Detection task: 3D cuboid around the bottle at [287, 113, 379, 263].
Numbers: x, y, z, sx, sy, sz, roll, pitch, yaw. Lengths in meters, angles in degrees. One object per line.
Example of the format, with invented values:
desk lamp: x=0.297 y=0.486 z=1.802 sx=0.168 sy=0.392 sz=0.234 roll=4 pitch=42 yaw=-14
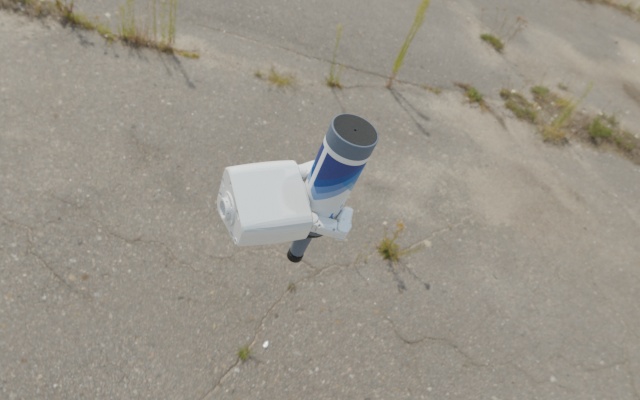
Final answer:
bottle: x=0.000 y=0.002 z=0.726 sx=0.069 sy=0.069 sz=0.296 roll=0 pitch=-40 yaw=-24
